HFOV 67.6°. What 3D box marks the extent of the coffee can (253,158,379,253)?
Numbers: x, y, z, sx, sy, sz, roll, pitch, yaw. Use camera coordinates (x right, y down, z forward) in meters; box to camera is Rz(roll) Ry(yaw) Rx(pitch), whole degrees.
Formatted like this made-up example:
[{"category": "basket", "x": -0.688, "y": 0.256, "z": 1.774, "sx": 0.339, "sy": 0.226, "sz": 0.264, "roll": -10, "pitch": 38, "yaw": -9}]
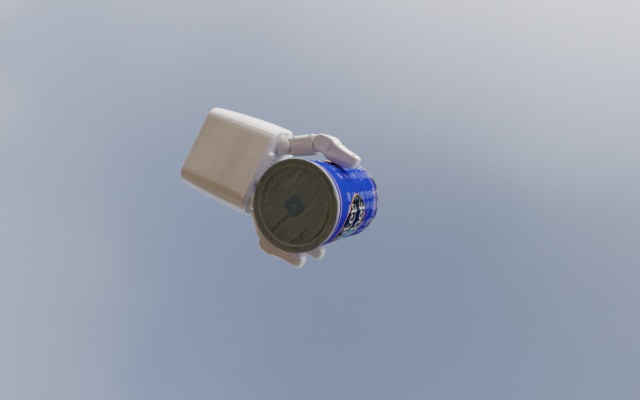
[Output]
[{"category": "coffee can", "x": 0.000, "y": 0.002, "z": 0.573, "sx": 0.103, "sy": 0.103, "sz": 0.140, "roll": 0, "pitch": 3, "yaw": 25}]
